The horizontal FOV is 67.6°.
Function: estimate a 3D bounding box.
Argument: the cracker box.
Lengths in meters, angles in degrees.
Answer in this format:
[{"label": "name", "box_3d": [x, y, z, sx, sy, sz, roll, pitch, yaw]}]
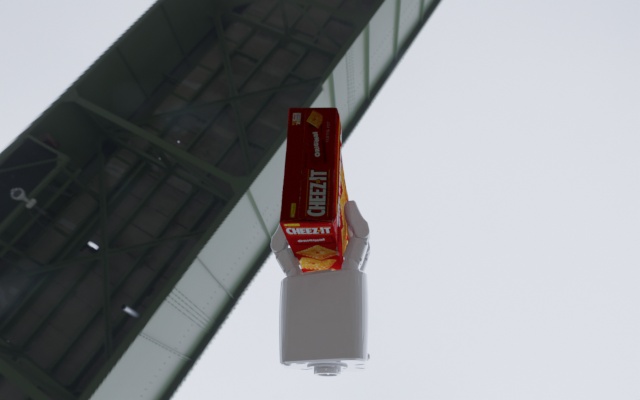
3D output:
[{"label": "cracker box", "box_3d": [0.000, 0.002, 0.655, 0.072, 0.164, 0.214, -1, -28, 6]}]
